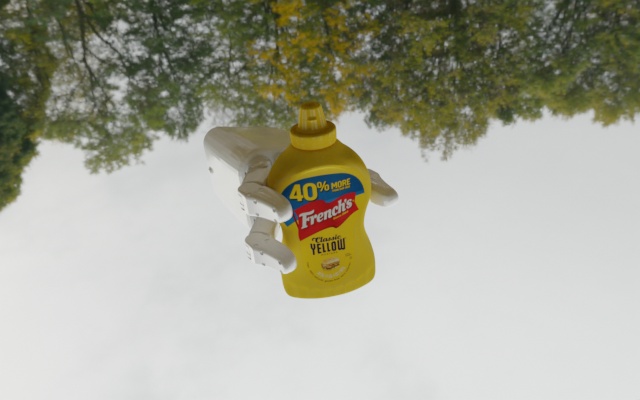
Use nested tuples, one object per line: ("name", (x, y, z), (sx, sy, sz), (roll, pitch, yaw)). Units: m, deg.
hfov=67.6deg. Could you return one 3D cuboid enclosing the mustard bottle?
("mustard bottle", (0.000, 0.002, 0.450), (0.096, 0.192, 0.058), (-9, 30, -5))
